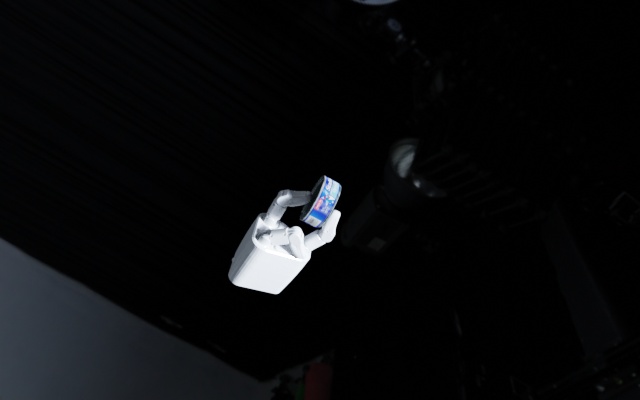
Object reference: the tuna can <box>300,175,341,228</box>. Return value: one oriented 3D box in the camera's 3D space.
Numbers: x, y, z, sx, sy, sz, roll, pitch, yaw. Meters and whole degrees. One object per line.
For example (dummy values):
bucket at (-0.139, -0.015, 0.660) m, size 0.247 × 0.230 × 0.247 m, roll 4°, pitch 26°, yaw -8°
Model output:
tuna can at (0.001, 0.003, 0.809) m, size 0.034 × 0.086 × 0.086 m, roll 28°, pitch -6°, yaw -10°
